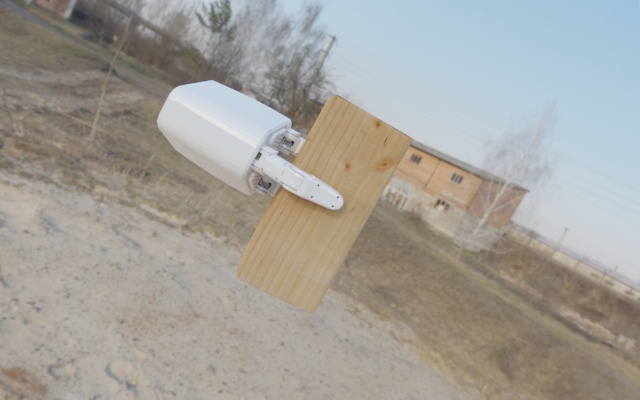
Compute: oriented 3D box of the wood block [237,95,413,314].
[{"bbox_3d":[0.000,0.001,0.515,0.090,0.206,0.091,28,5,-9],"label":"wood block"}]
